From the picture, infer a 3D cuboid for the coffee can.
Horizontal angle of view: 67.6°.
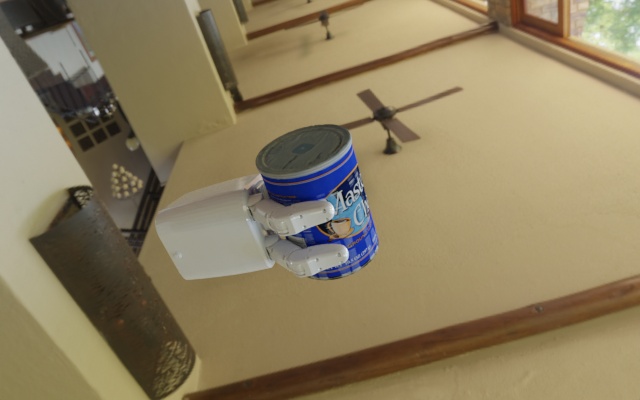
[{"bbox_3d":[0.000,0.002,0.526,0.103,0.140,0.102,-13,31,8],"label":"coffee can"}]
